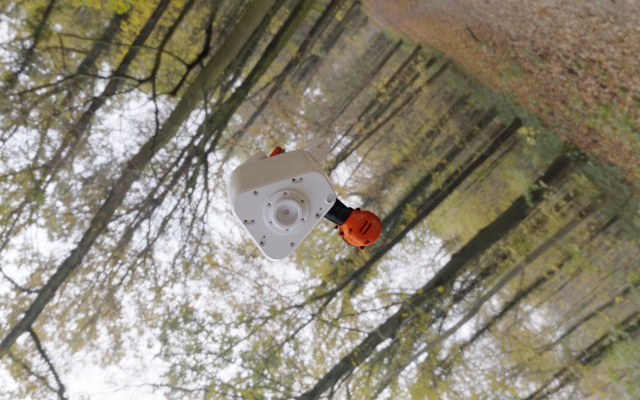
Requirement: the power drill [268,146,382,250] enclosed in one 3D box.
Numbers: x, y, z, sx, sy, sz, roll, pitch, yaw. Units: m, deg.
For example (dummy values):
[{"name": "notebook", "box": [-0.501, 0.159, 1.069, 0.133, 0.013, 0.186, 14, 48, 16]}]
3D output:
[{"name": "power drill", "box": [0.000, 0.002, 0.696, 0.187, 0.057, 0.184, 33, -6, 1]}]
